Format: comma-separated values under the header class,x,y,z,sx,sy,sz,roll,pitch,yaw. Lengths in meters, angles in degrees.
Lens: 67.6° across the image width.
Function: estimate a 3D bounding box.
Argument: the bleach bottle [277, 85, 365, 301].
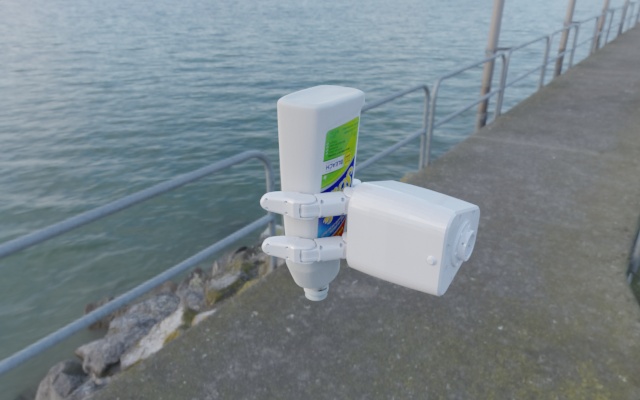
class,x,y,z,sx,sy,sz,roll,pitch,yaw
bleach bottle,0.000,0.002,0.555,0.068,0.251,0.102,17,30,31
